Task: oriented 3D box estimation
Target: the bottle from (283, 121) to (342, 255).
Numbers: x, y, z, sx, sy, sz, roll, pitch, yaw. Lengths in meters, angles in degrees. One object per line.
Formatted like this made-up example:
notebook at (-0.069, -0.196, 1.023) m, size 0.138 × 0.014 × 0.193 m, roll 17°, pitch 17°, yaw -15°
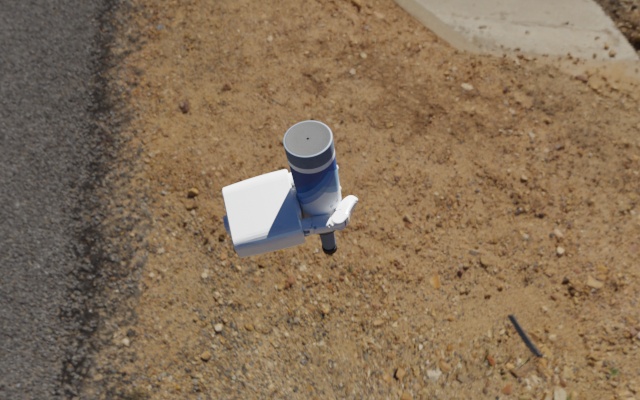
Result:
bottle at (0.000, 0.002, 0.751) m, size 0.069 × 0.069 × 0.296 m, roll 0°, pitch -35°, yaw 8°
